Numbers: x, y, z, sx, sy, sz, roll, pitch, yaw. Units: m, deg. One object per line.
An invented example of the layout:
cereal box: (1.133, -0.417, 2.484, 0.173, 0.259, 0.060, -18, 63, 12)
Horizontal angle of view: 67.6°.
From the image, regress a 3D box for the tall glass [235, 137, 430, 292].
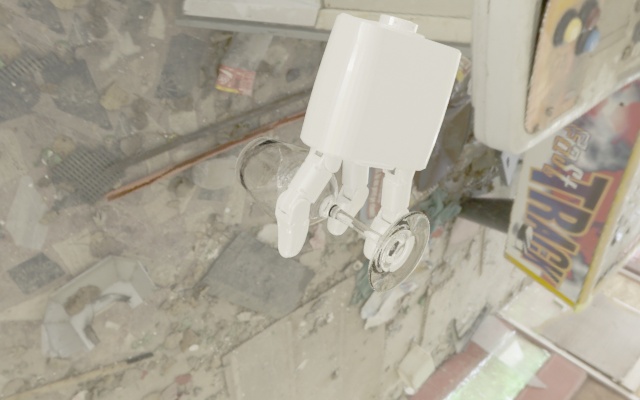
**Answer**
tall glass: (0.000, 0.002, 0.451, 0.079, 0.079, 0.201, 0, 24, -47)
